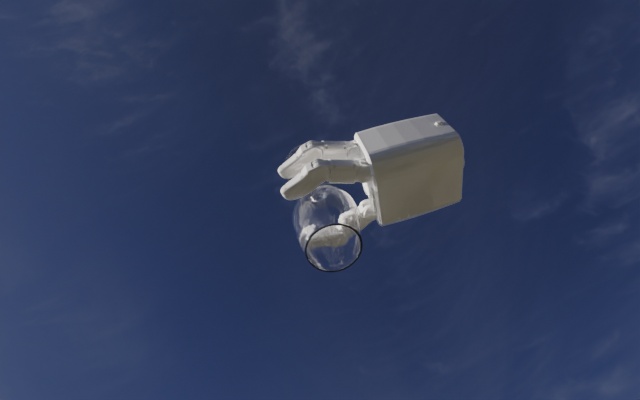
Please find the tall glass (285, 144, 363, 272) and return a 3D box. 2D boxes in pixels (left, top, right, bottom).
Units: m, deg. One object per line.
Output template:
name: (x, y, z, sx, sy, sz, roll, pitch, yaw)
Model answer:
tall glass: (0.000, 0.002, 0.584, 0.079, 0.079, 0.201, 0, 30, -9)
